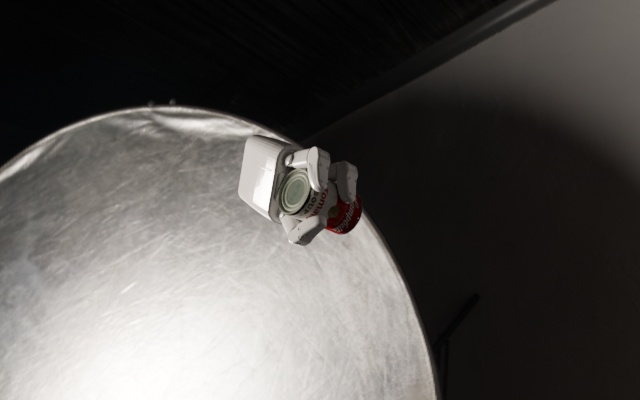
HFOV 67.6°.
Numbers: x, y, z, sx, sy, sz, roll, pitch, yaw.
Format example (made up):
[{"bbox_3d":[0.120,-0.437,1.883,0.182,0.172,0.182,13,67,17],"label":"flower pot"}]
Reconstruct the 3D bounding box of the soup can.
[{"bbox_3d":[0.000,0.002,0.661,0.102,0.068,0.068,23,-15,-40],"label":"soup can"}]
